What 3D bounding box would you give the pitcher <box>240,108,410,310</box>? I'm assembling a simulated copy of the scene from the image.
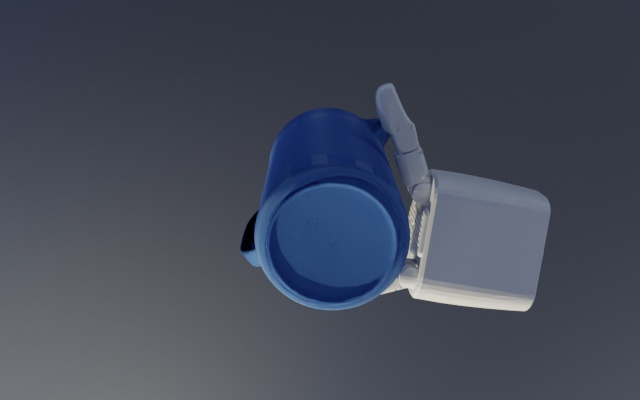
[{"bbox_3d":[0.000,0.001,0.436,0.145,0.149,0.242,9,17,-2],"label":"pitcher"}]
